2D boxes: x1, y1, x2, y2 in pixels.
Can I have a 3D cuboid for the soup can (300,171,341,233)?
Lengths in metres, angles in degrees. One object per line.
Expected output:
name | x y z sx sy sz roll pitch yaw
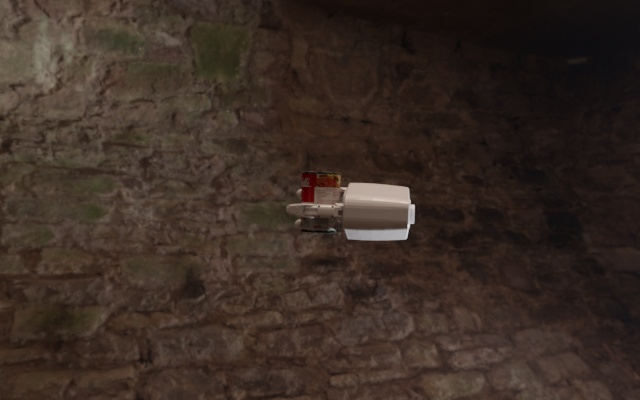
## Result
soup can | 0.000 0.003 0.818 0.068 0.102 0.068 2 1 0
